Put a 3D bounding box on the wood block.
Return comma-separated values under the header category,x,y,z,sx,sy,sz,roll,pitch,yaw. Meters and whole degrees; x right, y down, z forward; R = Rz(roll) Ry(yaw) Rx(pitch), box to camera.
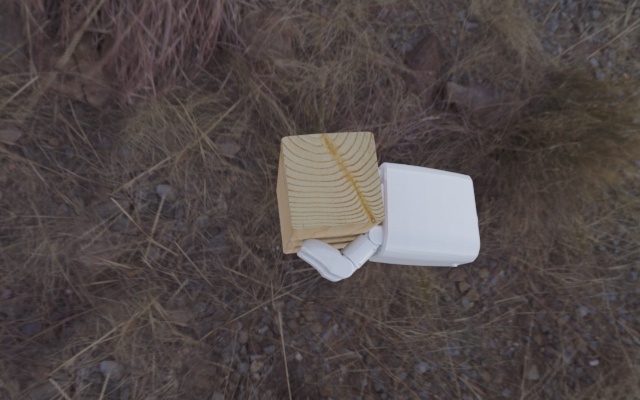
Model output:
category,x,y,z,sx,sy,sz,roll,pitch,yaw
wood block,0.000,0.001,0.541,0.090,0.090,0.206,-5,-12,-8
